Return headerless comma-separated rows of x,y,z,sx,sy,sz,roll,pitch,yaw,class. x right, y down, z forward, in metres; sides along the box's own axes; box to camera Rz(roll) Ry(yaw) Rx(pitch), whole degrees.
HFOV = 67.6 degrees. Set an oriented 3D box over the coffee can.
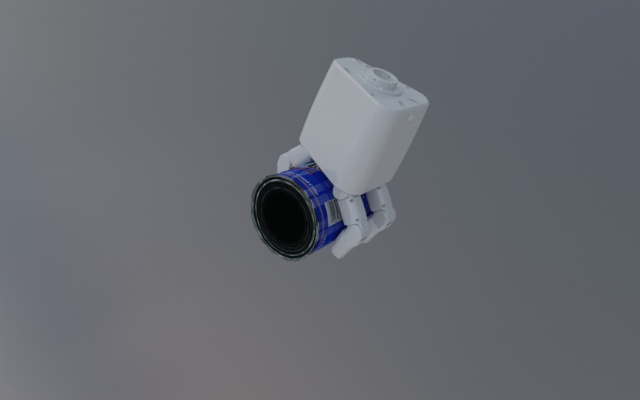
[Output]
0.000,0.002,0.587,0.103,0.103,0.140,0,16,40,coffee can
